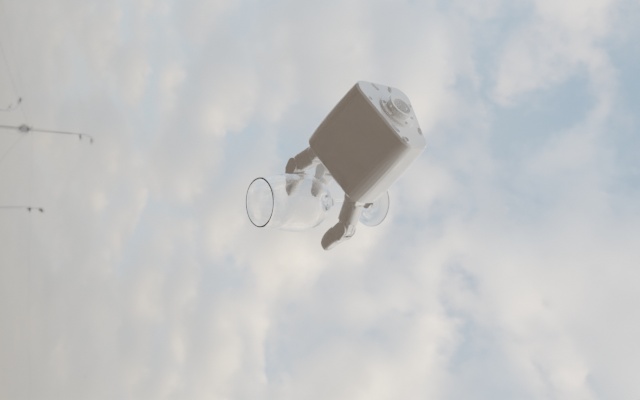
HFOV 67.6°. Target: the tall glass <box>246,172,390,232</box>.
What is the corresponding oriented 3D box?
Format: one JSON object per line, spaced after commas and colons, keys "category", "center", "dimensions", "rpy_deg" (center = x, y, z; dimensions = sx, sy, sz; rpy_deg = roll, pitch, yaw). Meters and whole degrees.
{"category": "tall glass", "center": [0.001, 0.002, 0.648], "dimensions": [0.201, 0.079, 0.079], "rpy_deg": [0, 0, -41]}
